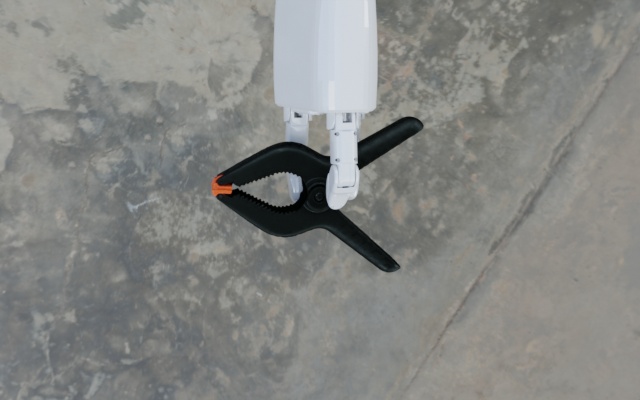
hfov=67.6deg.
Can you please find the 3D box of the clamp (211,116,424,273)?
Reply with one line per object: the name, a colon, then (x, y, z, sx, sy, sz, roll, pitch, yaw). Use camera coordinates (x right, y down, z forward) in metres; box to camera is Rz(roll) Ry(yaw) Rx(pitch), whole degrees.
clamp: (0.000, 0.002, 0.476, 0.210, 0.164, 0.036, -4, 15, -12)
